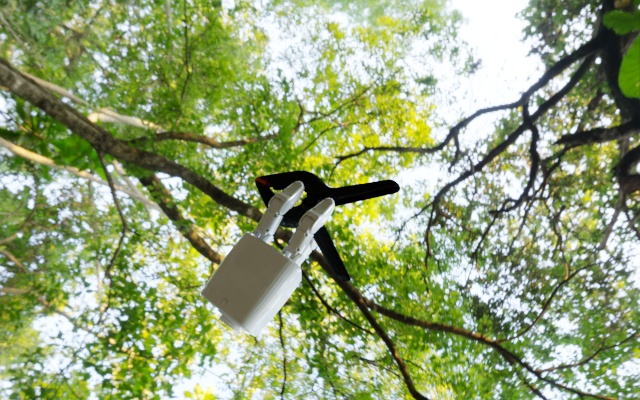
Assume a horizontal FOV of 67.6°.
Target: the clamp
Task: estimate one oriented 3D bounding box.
[{"bbox_3d":[0.000,0.003,0.694,0.210,0.164,0.036,29,-21,26],"label":"clamp"}]
